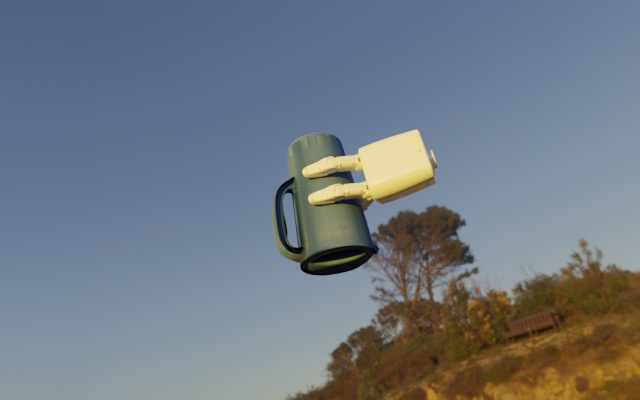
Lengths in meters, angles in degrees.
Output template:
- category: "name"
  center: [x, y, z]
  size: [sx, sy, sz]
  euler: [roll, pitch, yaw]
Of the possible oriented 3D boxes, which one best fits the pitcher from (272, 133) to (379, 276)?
- category: "pitcher"
  center: [0.000, 0.003, 0.852]
  size: [0.145, 0.242, 0.149]
  euler: [-20, -28, 16]
